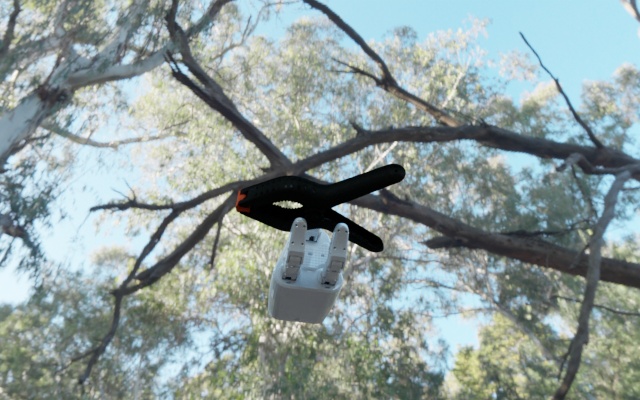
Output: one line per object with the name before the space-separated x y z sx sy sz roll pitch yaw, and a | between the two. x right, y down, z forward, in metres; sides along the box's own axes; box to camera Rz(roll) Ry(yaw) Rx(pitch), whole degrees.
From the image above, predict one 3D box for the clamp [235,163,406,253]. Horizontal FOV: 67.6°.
clamp | 0.000 0.001 0.607 0.210 0.036 0.165 9 -42 -7
